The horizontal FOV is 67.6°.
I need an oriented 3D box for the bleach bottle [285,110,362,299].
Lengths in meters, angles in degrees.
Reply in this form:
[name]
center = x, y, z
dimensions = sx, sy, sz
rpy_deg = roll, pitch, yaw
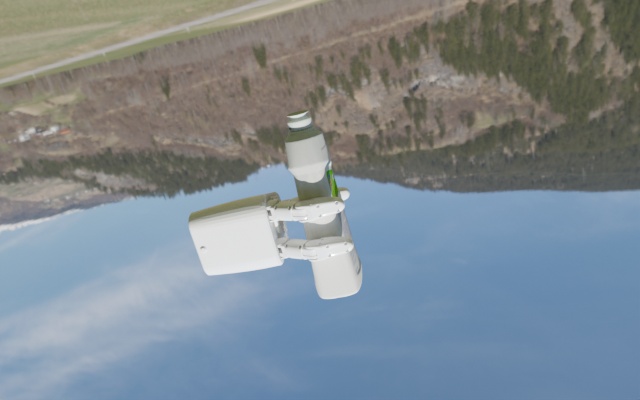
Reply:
[bleach bottle]
center = 0.000, 0.002, 0.648
dimensions = 0.068, 0.251, 0.102
rpy_deg = -11, 19, 7
